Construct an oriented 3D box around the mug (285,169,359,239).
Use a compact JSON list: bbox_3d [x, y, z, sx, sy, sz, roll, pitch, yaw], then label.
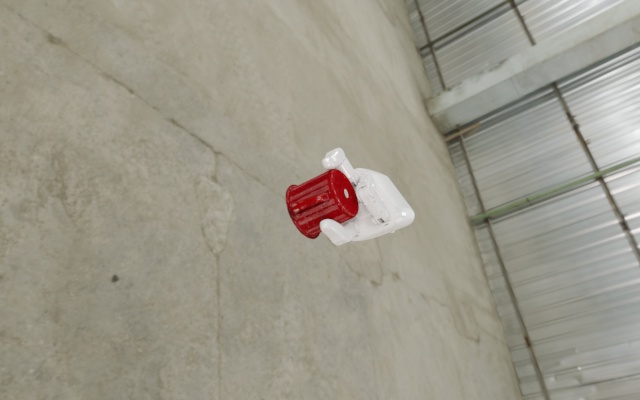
[{"bbox_3d":[0.000,0.002,0.726,0.081,0.093,0.117,-25,-11,26],"label":"mug"}]
